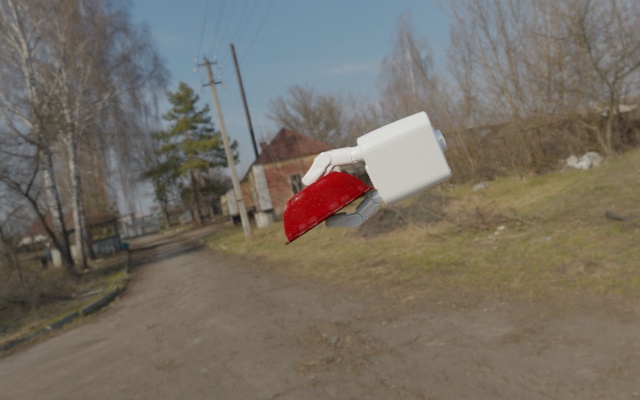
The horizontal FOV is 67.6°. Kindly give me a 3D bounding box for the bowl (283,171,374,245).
[{"bbox_3d":[-0.001,0.003,0.731,0.162,0.055,0.162,-34,-3,-2],"label":"bowl"}]
